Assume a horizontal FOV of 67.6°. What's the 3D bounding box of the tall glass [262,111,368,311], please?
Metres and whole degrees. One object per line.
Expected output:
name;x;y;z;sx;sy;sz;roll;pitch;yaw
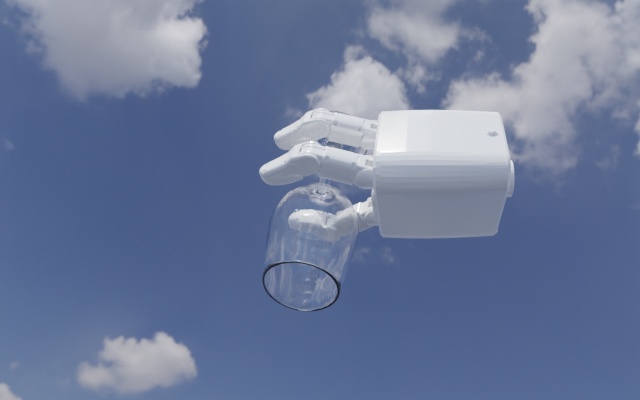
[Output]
tall glass;0.000;0.001;0.441;0.079;0.079;0.201;0;42;12
